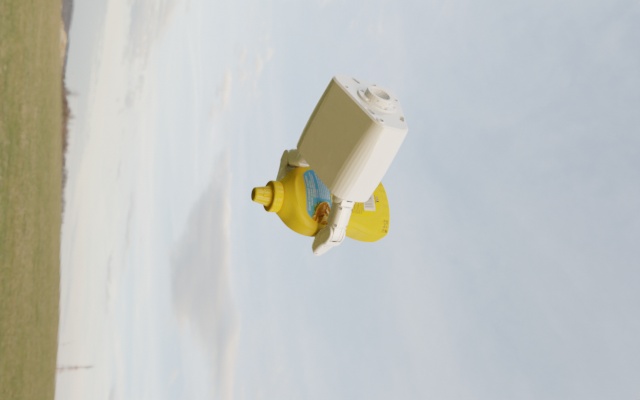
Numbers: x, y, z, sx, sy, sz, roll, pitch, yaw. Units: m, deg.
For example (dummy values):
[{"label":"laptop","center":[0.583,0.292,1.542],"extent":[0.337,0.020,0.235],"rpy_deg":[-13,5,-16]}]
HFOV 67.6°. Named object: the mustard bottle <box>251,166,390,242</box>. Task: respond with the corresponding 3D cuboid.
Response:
[{"label":"mustard bottle","center":[0.000,0.002,0.638],"extent":[0.191,0.096,0.058],"rpy_deg":[7,-26,-29]}]
